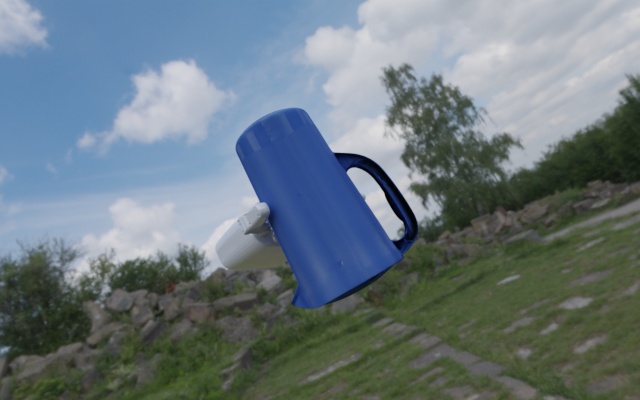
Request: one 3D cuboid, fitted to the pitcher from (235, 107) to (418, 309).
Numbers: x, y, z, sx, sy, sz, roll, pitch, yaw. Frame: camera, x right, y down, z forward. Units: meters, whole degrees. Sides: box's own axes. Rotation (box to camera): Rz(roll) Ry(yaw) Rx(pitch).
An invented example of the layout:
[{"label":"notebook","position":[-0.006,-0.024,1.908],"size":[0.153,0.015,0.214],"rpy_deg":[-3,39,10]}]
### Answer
[{"label":"pitcher","position":[0.000,0.002,0.613],"size":[0.149,0.243,0.145],"rpy_deg":[-20,-14,-45]}]
